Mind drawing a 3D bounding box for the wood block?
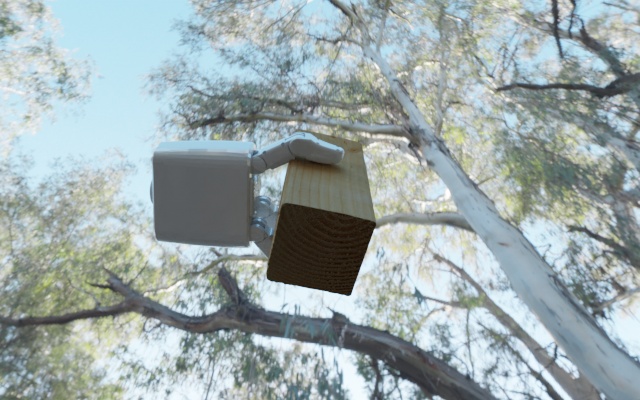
[{"bbox_3d":[0.000,0.001,0.539,0.090,0.091,0.206,12,27,-6],"label":"wood block"}]
